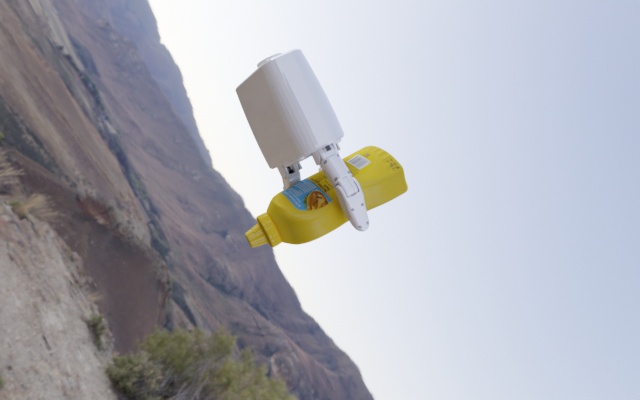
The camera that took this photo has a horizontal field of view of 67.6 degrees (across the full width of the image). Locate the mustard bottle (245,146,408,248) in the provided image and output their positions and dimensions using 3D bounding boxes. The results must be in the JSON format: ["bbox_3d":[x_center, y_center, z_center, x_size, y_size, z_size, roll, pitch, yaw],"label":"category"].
[{"bbox_3d":[0.000,0.002,0.562,0.191,0.058,0.096,-28,32,-13],"label":"mustard bottle"}]
